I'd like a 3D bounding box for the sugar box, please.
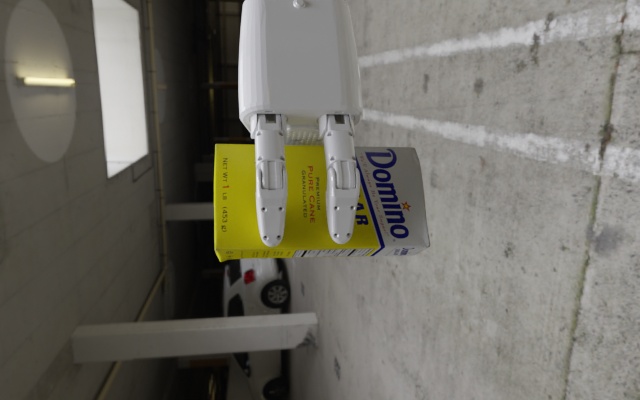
[{"bbox_3d":[0.000,0.001,0.408,0.176,0.093,0.048,-2,-17,-8],"label":"sugar box"}]
